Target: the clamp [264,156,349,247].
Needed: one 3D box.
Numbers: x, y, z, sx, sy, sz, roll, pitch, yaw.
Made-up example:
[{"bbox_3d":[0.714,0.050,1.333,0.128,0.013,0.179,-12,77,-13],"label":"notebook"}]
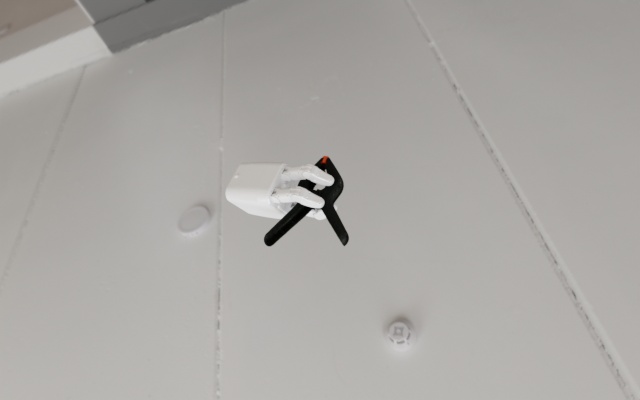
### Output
[{"bbox_3d":[0.000,0.003,0.893,0.164,0.210,0.036,4,-36,28],"label":"clamp"}]
